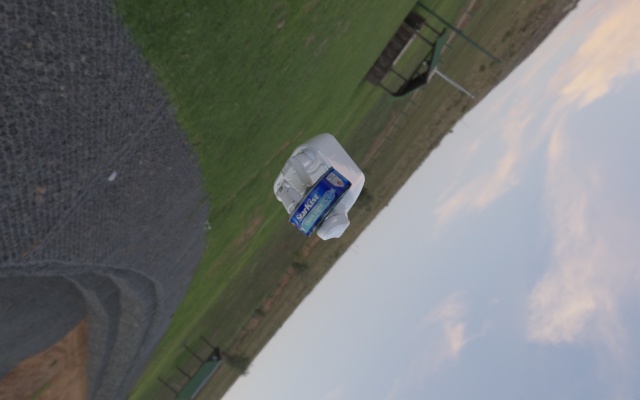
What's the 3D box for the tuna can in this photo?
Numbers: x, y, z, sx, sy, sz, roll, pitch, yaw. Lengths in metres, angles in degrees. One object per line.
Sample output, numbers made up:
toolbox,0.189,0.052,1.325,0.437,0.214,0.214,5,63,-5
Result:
tuna can,0.001,0.002,0.581,0.034,0.086,0.086,39,3,4
